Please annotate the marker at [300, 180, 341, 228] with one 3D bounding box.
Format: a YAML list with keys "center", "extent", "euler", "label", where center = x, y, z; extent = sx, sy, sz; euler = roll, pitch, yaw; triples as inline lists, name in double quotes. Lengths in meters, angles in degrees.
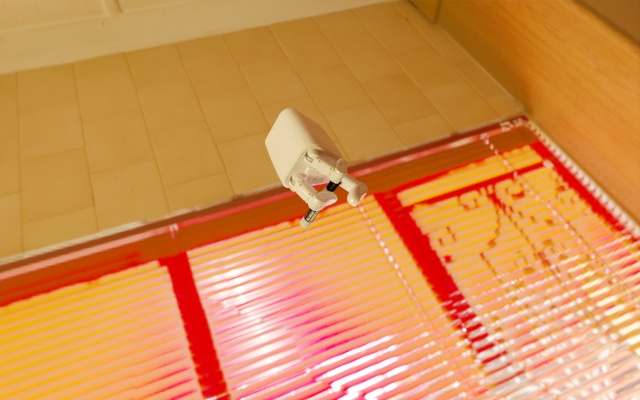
- center: [0.000, 0.003, 0.843]
  extent: [0.020, 0.020, 0.121]
  euler: [0, -44, -43]
  label: "marker"
